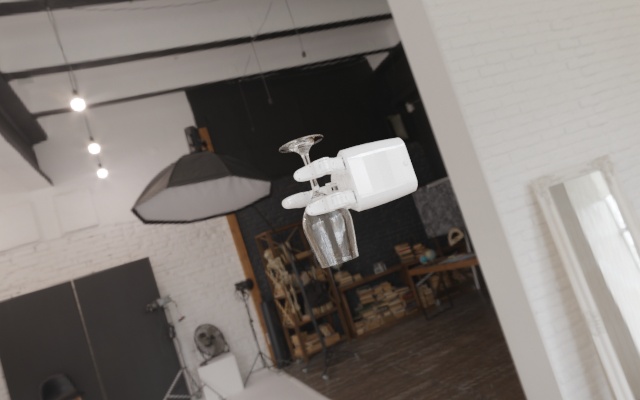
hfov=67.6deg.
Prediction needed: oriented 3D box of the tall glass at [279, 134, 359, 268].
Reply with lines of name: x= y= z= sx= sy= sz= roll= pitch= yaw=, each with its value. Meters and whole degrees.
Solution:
tall glass: x=0.000 y=0.002 z=0.756 sx=0.079 sy=0.201 sz=0.079 roll=-18 pitch=-5 yaw=-1
